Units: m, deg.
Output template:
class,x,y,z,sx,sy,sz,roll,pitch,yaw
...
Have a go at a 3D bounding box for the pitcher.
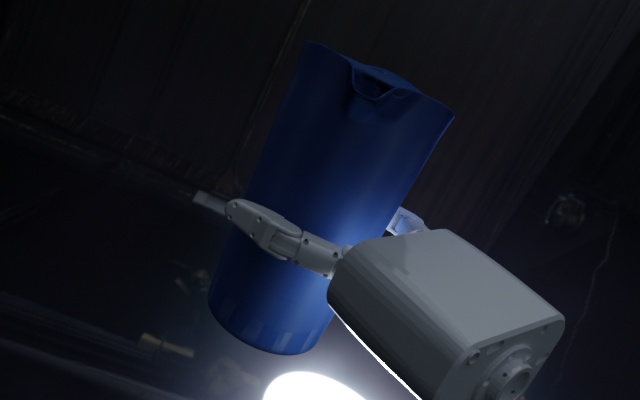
class,x,y,z,sx,sy,sz,roll,pitch,yaw
pitcher,0.000,0.001,0.415,0.149,0.243,0.145,15,16,-43
